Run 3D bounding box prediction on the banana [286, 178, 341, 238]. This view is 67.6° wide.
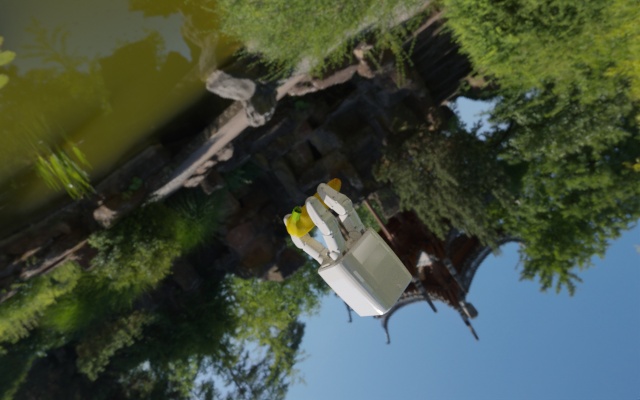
[{"bbox_3d":[-0.012,0.016,0.773,0.037,0.070,0.197,42,25,2],"label":"banana"}]
